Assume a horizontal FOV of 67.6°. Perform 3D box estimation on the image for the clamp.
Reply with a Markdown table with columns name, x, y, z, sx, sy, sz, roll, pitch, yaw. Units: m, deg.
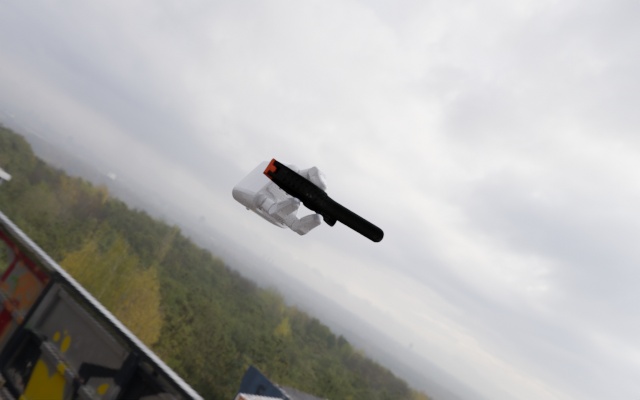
| name | x | y | z | sx | sy | sz | roll | pitch | yaw |
| --- | --- | --- | --- | --- | --- | --- | --- | --- | --- |
| clamp | 0.000 | 0.002 | 0.776 | 0.210 | 0.036 | 0.164 | 38 | -12 | -34 |
